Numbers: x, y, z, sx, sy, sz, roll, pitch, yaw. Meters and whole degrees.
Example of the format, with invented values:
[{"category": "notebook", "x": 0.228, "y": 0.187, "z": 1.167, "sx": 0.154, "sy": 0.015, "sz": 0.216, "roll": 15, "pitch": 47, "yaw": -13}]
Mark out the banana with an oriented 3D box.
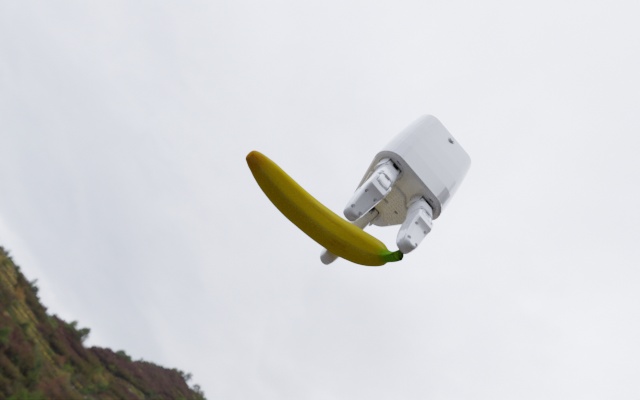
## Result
[{"category": "banana", "x": 0.000, "y": 0.015, "z": 0.507, "sx": 0.197, "sy": 0.070, "sz": 0.037, "roll": 33, "pitch": 52, "yaw": 16}]
